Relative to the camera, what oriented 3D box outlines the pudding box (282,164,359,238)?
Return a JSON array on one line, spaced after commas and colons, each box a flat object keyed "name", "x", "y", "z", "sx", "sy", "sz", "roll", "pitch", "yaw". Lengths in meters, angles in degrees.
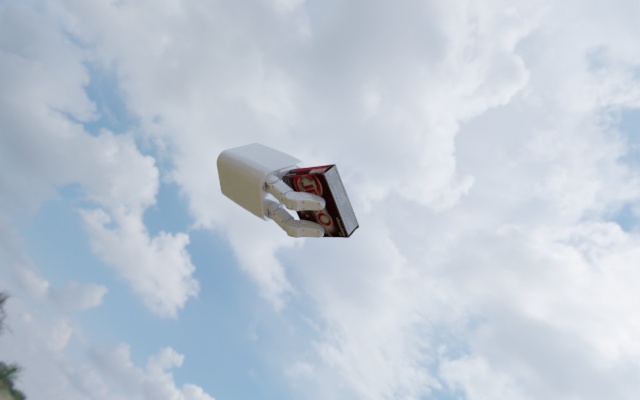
[{"name": "pudding box", "x": 0.000, "y": 0.002, "z": 0.738, "sx": 0.090, "sy": 0.113, "sz": 0.039, "roll": -3, "pitch": 29, "yaw": 44}]
